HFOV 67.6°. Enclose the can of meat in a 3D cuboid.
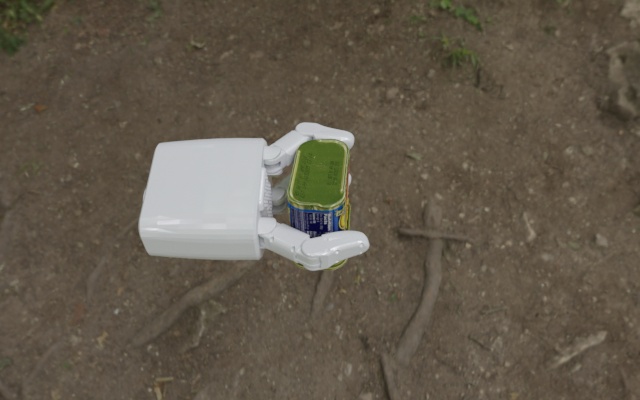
[{"bbox_3d":[0.000,0.001,0.462,0.057,0.084,0.102,2,44,5],"label":"can of meat"}]
